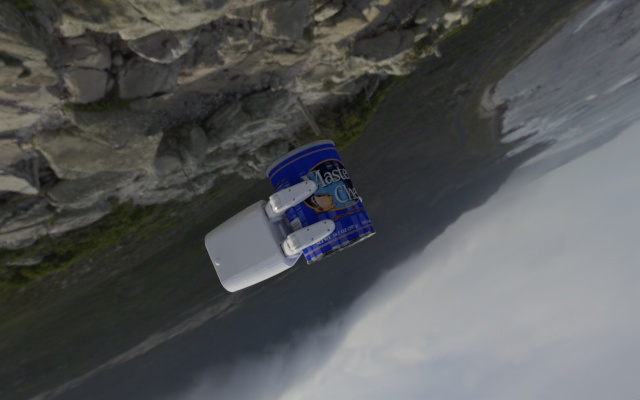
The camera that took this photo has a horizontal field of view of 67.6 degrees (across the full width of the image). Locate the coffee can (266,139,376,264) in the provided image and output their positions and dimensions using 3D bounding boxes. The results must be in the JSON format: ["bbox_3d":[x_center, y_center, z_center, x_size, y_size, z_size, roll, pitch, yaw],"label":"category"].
[{"bbox_3d":[0.000,0.002,0.653,0.103,0.140,0.103,-25,-9,-4],"label":"coffee can"}]
